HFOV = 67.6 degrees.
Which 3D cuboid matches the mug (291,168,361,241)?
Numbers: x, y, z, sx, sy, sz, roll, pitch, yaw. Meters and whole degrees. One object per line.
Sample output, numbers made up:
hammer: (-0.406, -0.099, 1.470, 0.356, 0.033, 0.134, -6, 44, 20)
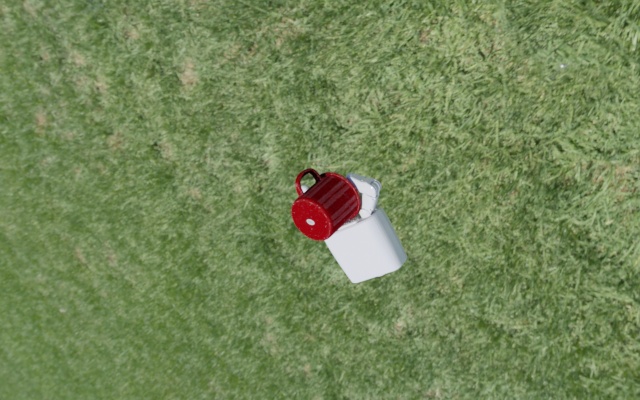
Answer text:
mug: (-0.001, 0.001, 0.778, 0.093, 0.117, 0.081, -19, 17, 46)
